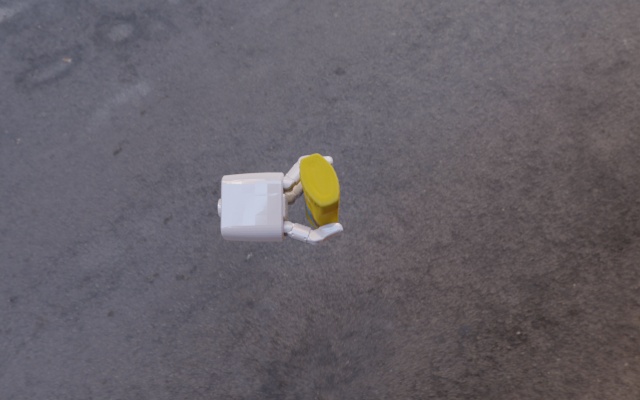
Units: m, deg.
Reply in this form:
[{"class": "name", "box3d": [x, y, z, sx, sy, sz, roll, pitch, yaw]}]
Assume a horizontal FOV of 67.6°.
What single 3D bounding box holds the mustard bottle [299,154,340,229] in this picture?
[{"class": "mustard bottle", "box3d": [0.000, 0.003, 0.842, 0.058, 0.096, 0.192, -22, -22, -8]}]
